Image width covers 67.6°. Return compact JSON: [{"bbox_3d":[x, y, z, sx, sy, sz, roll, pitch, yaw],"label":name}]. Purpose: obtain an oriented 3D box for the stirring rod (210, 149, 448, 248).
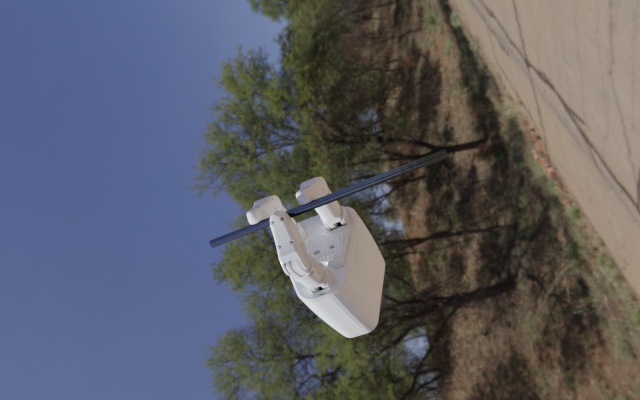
[{"bbox_3d":[0.000,0.001,0.442,0.239,0.011,0.011,-21,-6,16],"label":"stirring rod"}]
